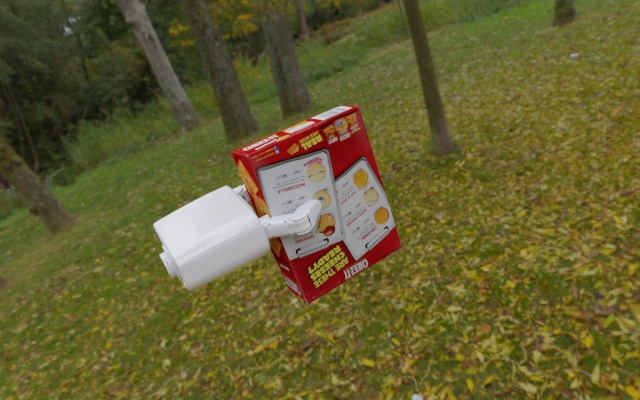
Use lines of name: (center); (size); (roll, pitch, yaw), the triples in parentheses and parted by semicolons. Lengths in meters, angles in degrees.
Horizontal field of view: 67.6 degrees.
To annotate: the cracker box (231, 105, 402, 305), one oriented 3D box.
cracker box: (0.000, 0.002, 0.637); (0.164, 0.214, 0.072); (-28, 22, -20)
